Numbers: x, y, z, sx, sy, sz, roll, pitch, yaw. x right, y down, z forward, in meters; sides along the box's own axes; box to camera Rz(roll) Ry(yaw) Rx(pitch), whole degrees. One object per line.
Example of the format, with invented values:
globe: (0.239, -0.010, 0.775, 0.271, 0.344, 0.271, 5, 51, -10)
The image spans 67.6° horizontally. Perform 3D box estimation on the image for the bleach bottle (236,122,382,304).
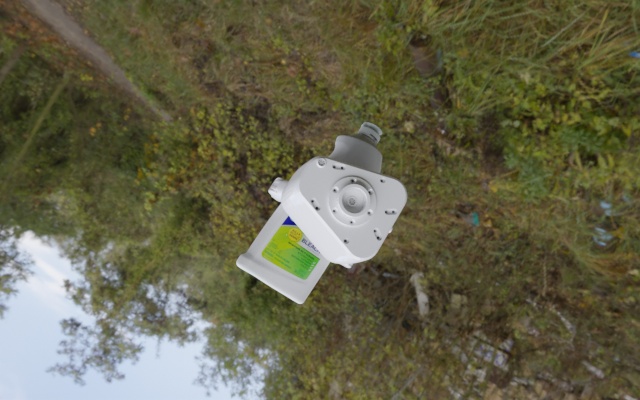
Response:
bleach bottle: (0.000, 0.002, 0.623, 0.102, 0.251, 0.068, 33, -11, -6)
